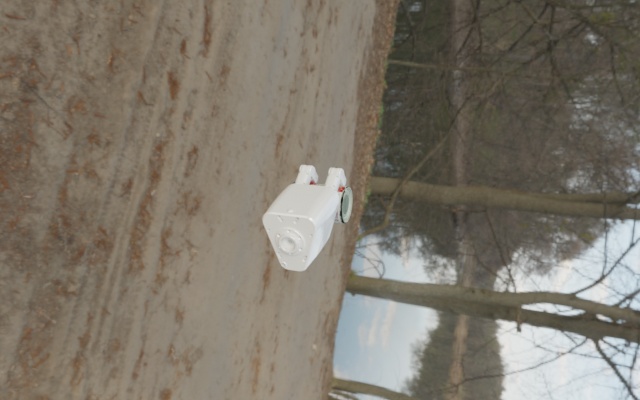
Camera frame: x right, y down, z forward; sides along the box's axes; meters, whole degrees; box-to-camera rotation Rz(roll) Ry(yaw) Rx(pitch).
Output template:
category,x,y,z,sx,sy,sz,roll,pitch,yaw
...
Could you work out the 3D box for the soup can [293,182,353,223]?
category,x,y,z,sx,sy,sz,roll,pitch,yaw
soup can,0.001,0.003,0.862,0.102,0.068,0.068,6,2,19
